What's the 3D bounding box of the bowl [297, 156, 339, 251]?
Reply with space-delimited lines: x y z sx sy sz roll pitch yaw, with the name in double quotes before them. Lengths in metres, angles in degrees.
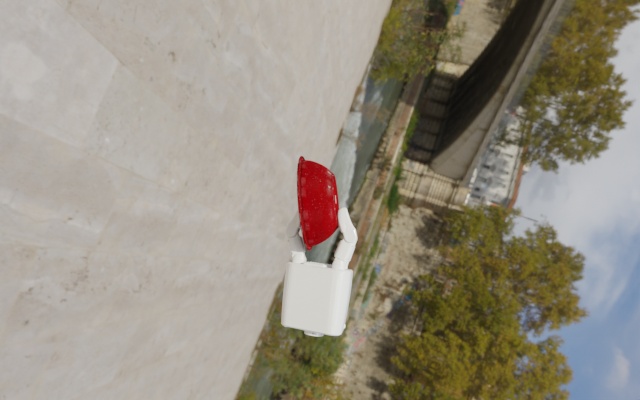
"bowl" 0.000 0.001 0.807 0.055 0.162 0.162 -5 -1 6
